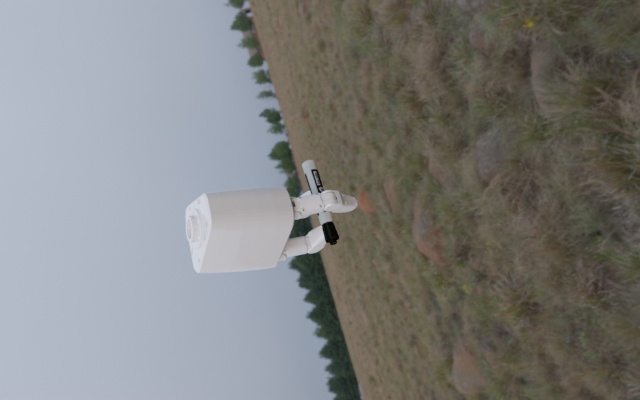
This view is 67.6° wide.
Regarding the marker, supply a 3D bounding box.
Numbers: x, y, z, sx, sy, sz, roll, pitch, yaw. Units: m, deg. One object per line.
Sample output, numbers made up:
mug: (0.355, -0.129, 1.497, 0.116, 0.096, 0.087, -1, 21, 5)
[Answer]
marker: (0.000, 0.002, 0.625, 0.020, 0.121, 0.020, -14, -24, -6)
